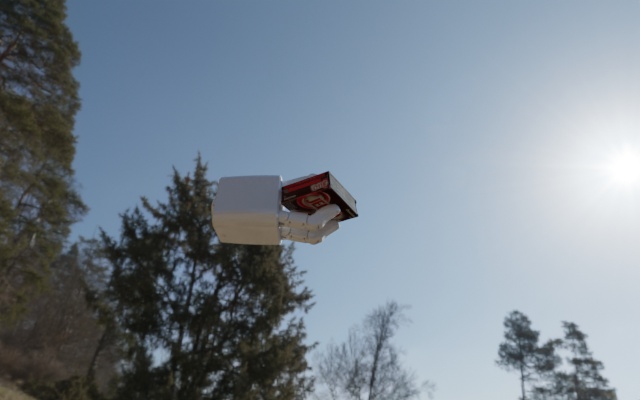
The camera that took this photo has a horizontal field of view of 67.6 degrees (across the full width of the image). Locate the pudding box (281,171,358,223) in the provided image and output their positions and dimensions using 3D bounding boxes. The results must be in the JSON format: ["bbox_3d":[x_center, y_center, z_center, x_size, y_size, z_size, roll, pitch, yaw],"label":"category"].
[{"bbox_3d":[0.000,0.002,0.800,0.090,0.039,0.113,-17,-31,23],"label":"pudding box"}]
